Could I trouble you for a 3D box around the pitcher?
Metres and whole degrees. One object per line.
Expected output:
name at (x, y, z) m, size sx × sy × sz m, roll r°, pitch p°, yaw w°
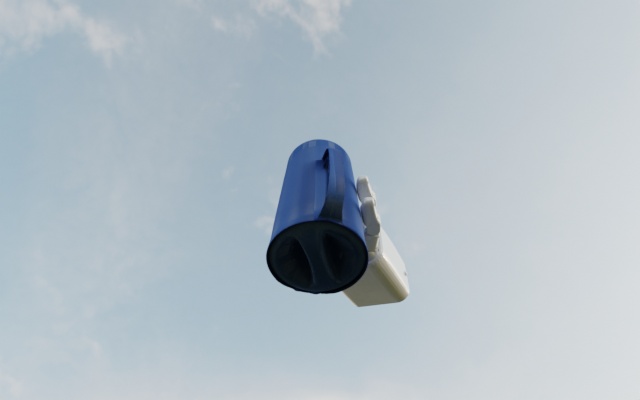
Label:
pitcher at (0.000, 0.002, 0.705) m, size 0.149 × 0.145 × 0.242 m, roll -27°, pitch 32°, yaw 19°
